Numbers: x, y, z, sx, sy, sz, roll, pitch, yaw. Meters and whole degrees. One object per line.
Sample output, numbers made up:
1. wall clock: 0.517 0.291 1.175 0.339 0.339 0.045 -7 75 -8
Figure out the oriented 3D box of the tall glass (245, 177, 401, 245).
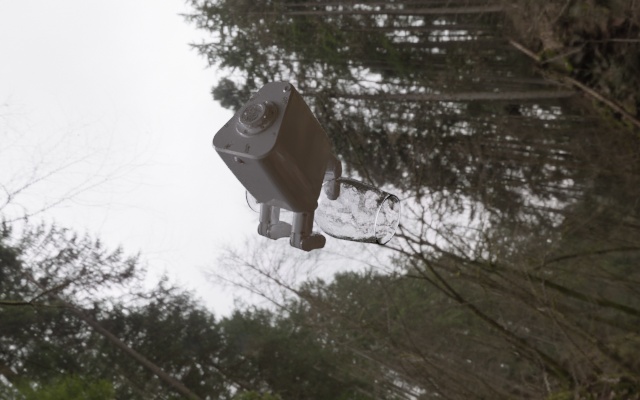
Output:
1. tall glass: 0.000 0.002 0.617 0.201 0.079 0.079 15 8 33
